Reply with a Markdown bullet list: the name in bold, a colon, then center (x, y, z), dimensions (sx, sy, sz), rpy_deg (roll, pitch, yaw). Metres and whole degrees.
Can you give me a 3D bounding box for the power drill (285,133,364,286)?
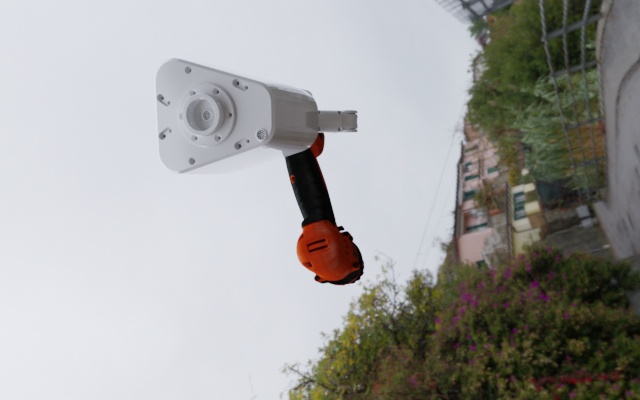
- **power drill**: center (0.000, 0.001, 0.531), dimensions (0.057, 0.187, 0.184), rpy_deg (-20, -18, 6)
